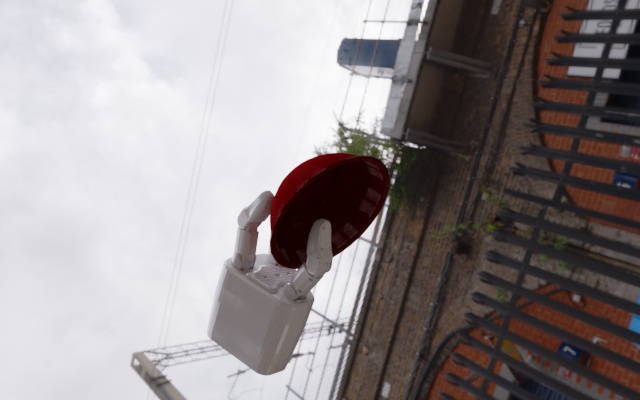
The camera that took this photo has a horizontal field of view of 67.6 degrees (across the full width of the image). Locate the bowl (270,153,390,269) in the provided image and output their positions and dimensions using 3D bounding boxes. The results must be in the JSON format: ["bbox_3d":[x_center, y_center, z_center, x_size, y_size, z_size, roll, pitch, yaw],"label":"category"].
[{"bbox_3d":[0.001,0.000,0.546,0.162,0.162,0.055,0,38,-45],"label":"bowl"}]
